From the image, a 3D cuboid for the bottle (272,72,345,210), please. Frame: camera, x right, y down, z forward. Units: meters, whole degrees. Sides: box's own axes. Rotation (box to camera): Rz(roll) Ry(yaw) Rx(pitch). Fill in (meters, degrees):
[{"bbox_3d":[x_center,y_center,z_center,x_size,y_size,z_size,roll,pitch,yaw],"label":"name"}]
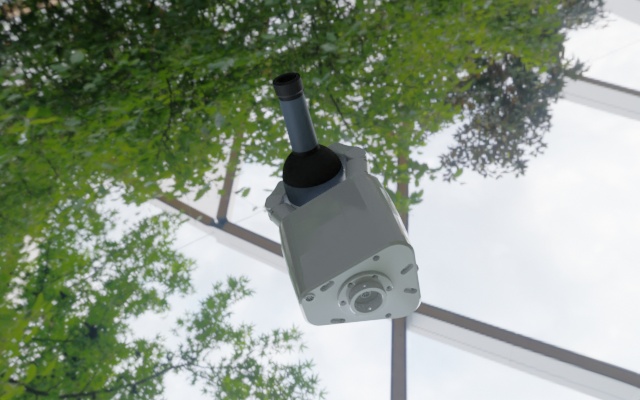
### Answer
[{"bbox_3d":[0.000,0.002,0.530,0.069,0.296,0.069,-10,36,7],"label":"bottle"}]
